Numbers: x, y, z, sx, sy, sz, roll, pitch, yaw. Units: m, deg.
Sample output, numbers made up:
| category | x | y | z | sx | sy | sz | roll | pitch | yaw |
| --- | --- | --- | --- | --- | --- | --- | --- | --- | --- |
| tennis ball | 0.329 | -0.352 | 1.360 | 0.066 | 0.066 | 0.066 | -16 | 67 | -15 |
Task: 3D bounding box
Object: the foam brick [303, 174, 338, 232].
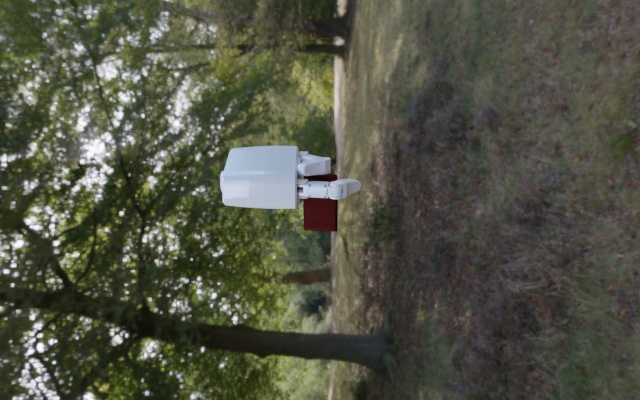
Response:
| category | x | y | z | sx | sy | sz | roll | pitch | yaw |
| --- | --- | --- | --- | --- | --- | --- | --- | --- | --- |
| foam brick | 0.000 | 0.003 | 0.727 | 0.051 | 0.078 | 0.053 | 0 | 16 | 0 |
